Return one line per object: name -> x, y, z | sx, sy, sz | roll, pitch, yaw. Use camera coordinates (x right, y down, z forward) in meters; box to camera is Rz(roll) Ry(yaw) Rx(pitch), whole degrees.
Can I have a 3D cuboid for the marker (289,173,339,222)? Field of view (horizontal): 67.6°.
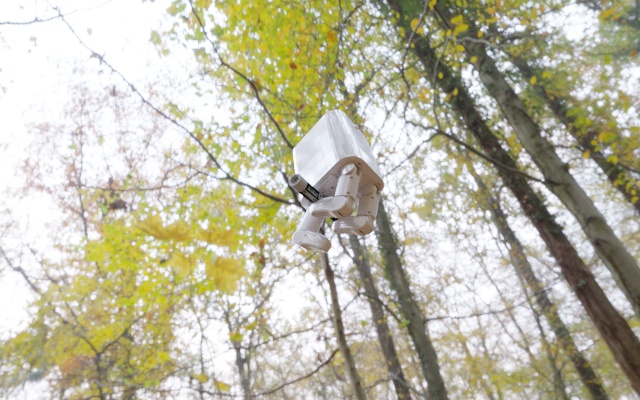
marker -> 0.000, 0.002, 0.636 | 0.020, 0.020, 0.121 | 0, -28, 37
